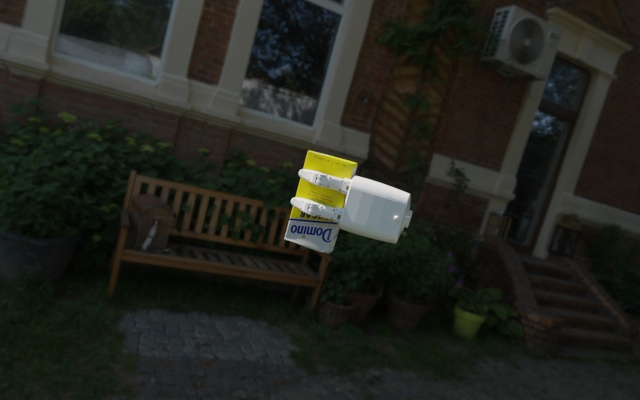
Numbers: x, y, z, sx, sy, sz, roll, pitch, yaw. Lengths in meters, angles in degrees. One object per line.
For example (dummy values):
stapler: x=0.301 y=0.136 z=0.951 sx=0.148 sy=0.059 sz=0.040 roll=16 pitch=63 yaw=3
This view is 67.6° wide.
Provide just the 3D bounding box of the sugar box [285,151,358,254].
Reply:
sugar box: x=0.000 y=0.003 z=0.896 sx=0.093 sy=0.176 sz=0.048 roll=17 pitch=7 yaw=12
